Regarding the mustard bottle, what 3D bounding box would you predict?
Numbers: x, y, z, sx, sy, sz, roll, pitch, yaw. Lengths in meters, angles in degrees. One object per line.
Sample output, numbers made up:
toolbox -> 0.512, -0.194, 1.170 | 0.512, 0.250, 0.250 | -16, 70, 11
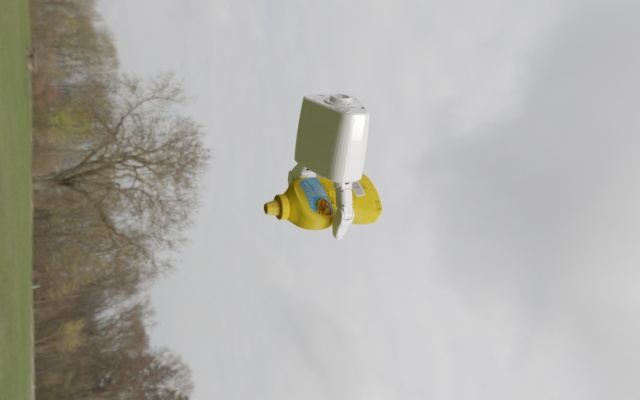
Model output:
mustard bottle -> 0.000, 0.003, 0.780 | 0.191, 0.096, 0.058 | -7, -36, -27
